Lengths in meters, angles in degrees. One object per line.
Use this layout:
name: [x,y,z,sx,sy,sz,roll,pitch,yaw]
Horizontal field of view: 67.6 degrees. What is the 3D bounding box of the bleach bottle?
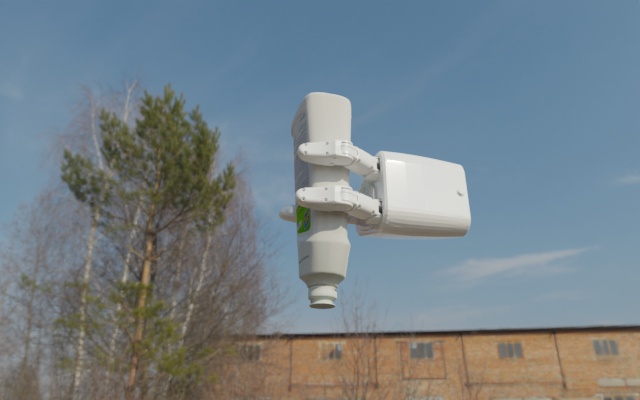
bleach bottle: [0.000,0.002,0.565,0.068,0.250,0.103,6,-25,-13]
